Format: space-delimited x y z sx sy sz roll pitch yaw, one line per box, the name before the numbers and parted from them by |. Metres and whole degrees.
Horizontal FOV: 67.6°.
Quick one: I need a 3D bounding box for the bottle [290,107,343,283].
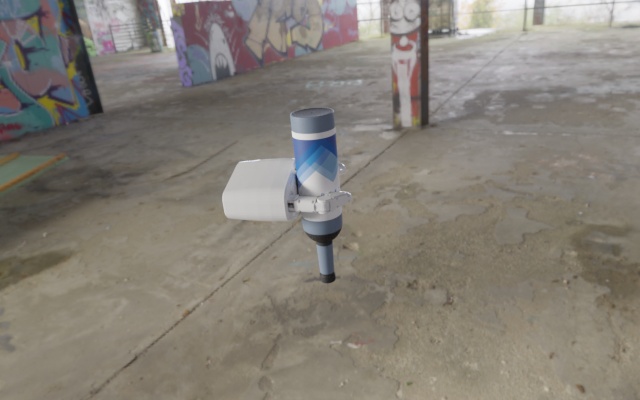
bottle | 0.000 0.002 0.774 0.069 0.296 0.069 -5 23 2
